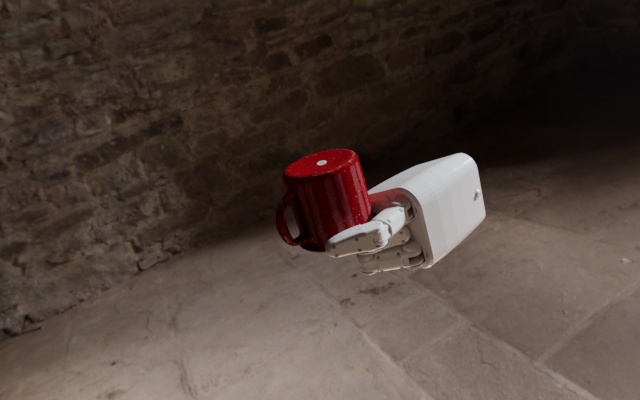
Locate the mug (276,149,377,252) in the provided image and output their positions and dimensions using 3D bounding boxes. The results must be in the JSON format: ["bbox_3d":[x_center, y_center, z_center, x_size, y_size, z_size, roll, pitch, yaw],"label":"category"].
[{"bbox_3d":[-0.001,0.002,0.499,0.117,0.081,0.093,-31,25,-31],"label":"mug"}]
